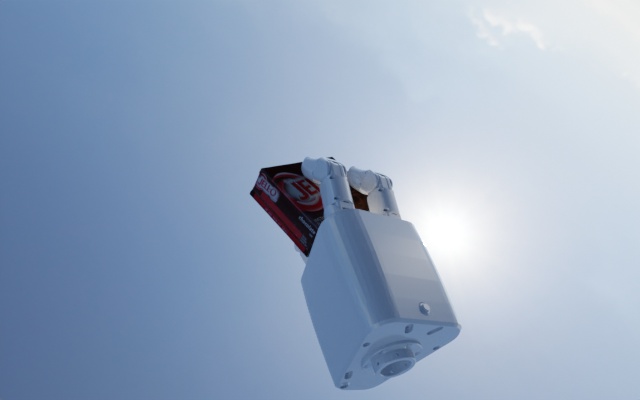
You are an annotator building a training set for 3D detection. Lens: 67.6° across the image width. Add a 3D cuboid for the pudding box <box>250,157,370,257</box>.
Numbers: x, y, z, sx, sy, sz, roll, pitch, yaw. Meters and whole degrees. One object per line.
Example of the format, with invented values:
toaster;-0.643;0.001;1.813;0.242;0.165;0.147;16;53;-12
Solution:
pudding box;0.000;0.002;0.475;0.090;0.039;0.113;46;33;22
